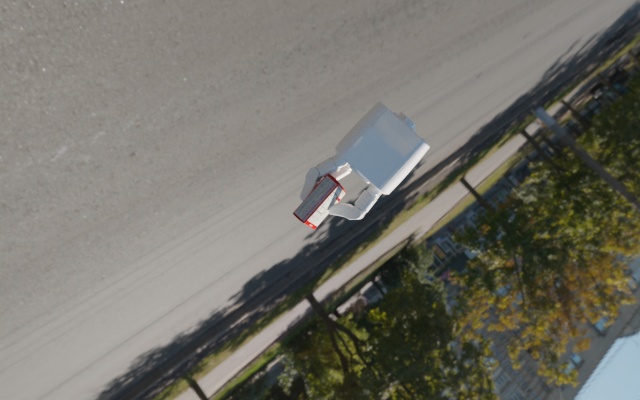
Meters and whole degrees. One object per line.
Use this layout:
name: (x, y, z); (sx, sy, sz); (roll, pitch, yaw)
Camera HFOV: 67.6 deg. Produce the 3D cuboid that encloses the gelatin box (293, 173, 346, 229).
gelatin box: (0.000, 0.003, 0.798); (0.030, 0.089, 0.073); (41, 0, 16)
